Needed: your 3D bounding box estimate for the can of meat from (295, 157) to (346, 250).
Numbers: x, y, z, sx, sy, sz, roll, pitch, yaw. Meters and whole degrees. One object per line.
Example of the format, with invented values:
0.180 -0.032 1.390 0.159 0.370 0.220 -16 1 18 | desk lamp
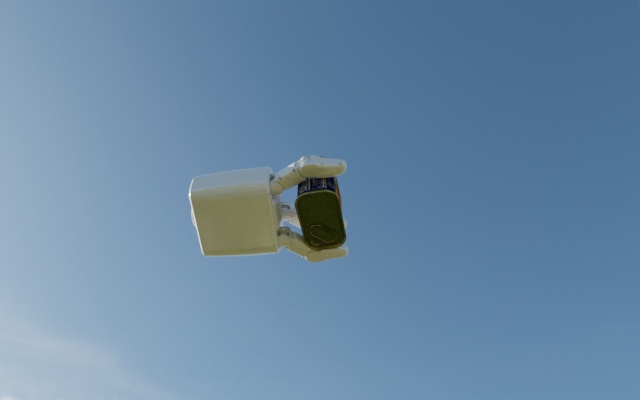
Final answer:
0.000 0.002 0.654 0.057 0.102 0.083 -9 39 5 | can of meat
